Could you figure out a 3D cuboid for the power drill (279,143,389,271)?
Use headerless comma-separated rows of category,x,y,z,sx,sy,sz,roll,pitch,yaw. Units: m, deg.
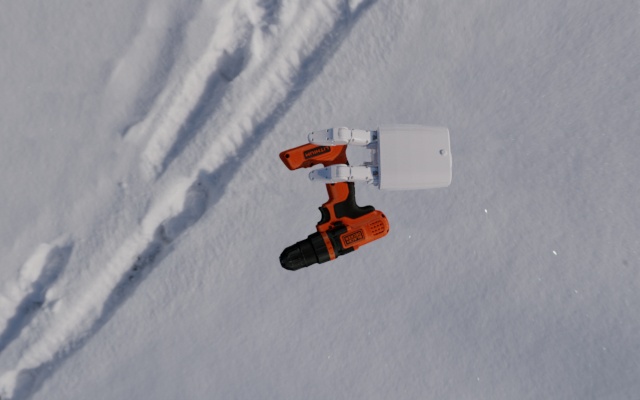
power drill,0.000,0.002,0.748,0.184,0.188,0.057,-21,11,-11
